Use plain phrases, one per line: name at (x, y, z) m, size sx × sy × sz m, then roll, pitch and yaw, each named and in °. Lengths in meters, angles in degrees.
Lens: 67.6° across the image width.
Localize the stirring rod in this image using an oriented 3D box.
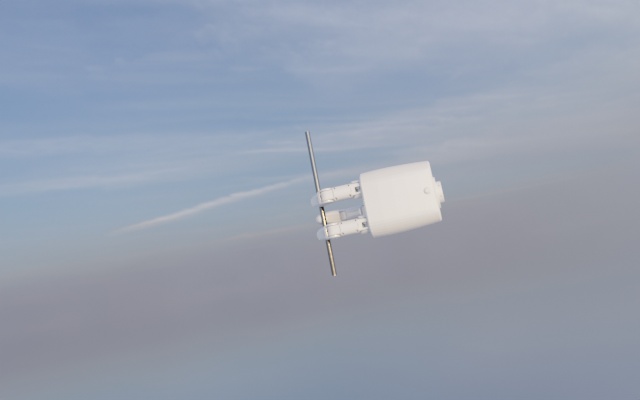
stirring rod at (0.000, 0.003, 0.780) m, size 0.011 × 0.239 × 0.011 m, roll -11°, pitch -8°, yaw -2°
